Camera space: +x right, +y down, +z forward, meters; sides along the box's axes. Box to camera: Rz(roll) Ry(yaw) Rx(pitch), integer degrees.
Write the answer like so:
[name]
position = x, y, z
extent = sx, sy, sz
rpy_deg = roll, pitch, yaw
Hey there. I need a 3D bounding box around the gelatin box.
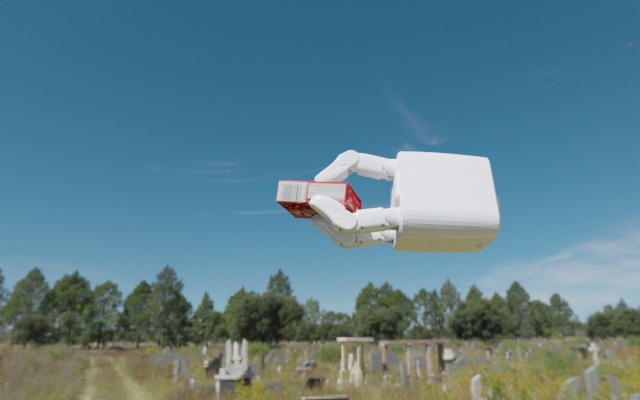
[gelatin box]
position = 0.000, 0.001, 0.582
extent = 0.089, 0.030, 0.073
rpy_deg = 3, -17, 17
